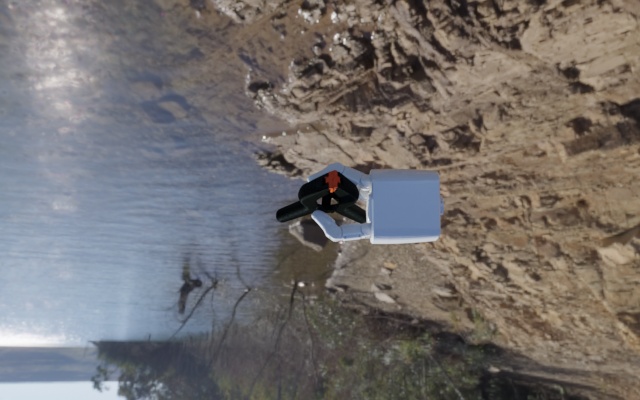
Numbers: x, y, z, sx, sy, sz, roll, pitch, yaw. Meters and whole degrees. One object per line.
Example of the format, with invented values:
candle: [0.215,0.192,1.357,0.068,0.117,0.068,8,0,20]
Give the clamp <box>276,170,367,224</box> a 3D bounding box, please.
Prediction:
clamp: [0.000,0.003,0.775,0.164,0.036,0.210,-2,-18,2]
